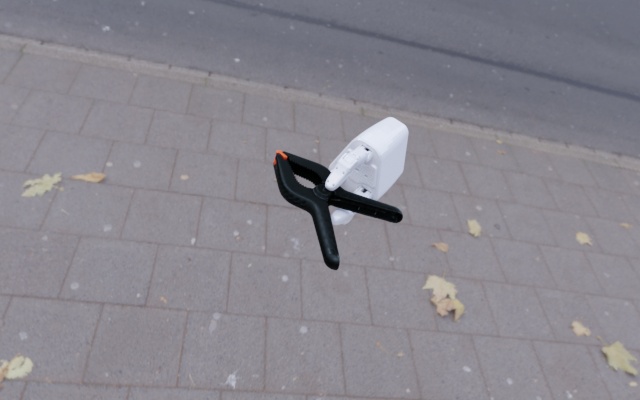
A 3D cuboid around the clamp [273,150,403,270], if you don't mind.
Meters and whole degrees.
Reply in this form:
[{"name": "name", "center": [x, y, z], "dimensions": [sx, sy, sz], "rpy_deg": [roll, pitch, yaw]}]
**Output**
[{"name": "clamp", "center": [0.000, 0.001, 0.698], "dimensions": [0.210, 0.036, 0.164], "rpy_deg": [37, 45, 15]}]
